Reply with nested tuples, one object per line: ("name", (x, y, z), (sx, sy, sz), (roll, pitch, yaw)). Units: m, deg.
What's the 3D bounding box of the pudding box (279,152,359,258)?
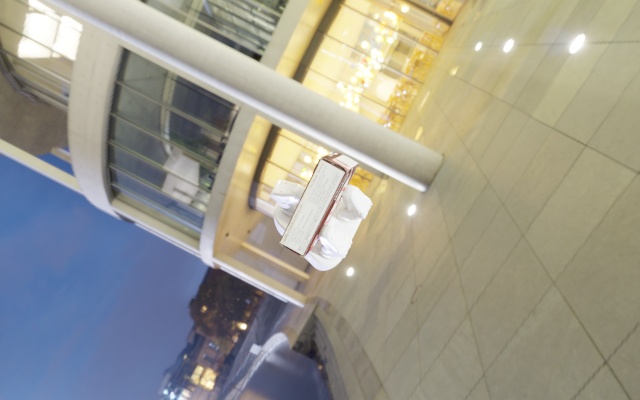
("pudding box", (0.000, 0.002, 0.558), (0.039, 0.113, 0.090), (26, 14, 6))
